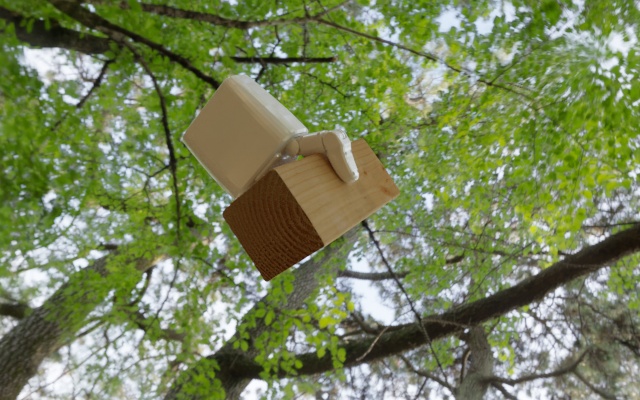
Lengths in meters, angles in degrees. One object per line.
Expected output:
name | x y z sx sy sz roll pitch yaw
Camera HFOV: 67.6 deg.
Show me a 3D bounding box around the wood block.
wood block | 0.000 0.001 0.552 0.091 0.090 0.206 -36 -5 33
